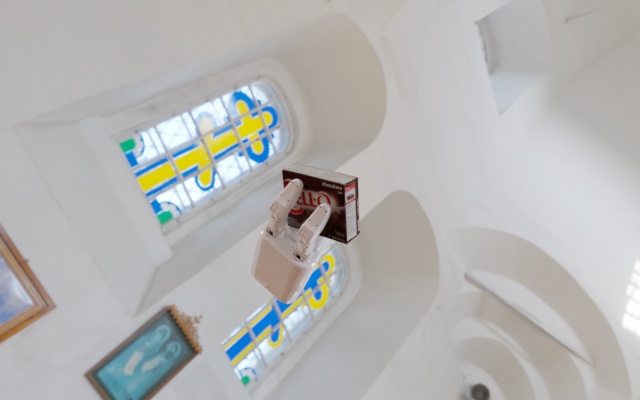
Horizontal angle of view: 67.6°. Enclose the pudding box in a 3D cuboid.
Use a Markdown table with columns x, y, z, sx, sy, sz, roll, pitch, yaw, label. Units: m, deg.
| x | y | z | sx | sy | sz | roll | pitch | yaw | label |
| --- | --- | --- | --- | --- | --- | --- | --- | --- | --- |
| 0.000 | 0.002 | 0.672 | 0.113 | 0.090 | 0.039 | 14 | 31 | 34 | pudding box |
